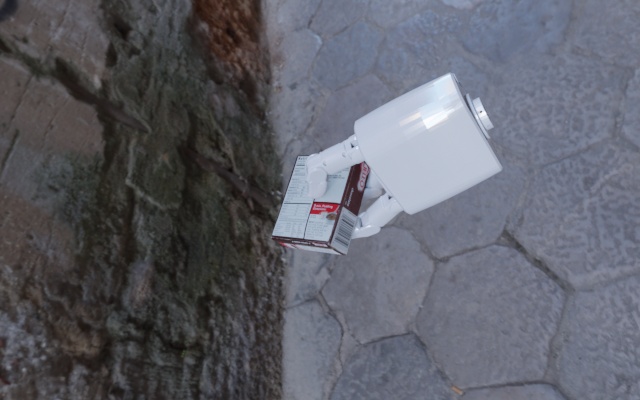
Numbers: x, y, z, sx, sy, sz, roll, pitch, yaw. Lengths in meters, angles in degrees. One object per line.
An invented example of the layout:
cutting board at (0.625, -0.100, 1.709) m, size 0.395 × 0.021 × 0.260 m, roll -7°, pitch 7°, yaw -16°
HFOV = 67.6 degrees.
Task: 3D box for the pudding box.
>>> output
pudding box at (0.000, 0.002, 0.554) m, size 0.090 × 0.113 × 0.039 m, roll 3°, pitch -24°, yaw 39°
